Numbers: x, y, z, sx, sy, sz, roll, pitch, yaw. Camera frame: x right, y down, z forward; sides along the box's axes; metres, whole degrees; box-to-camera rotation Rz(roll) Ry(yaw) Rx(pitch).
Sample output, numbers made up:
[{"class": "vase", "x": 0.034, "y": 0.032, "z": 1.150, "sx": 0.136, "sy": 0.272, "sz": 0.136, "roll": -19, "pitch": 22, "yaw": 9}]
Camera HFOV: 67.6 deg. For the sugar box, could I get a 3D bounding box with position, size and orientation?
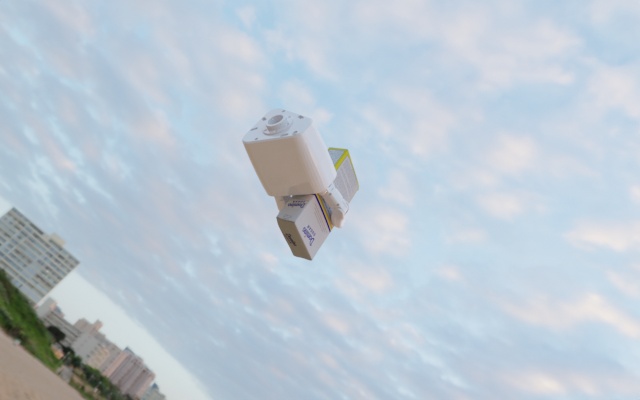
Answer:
[{"class": "sugar box", "x": 0.000, "y": 0.002, "z": 0.790, "sx": 0.048, "sy": 0.093, "sz": 0.176, "roll": 13, "pitch": 50, "yaw": 34}]
